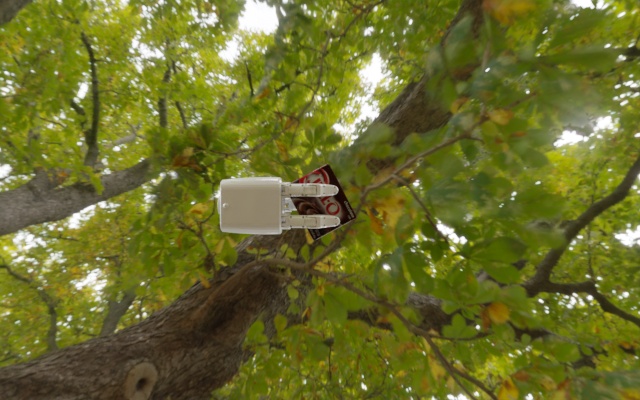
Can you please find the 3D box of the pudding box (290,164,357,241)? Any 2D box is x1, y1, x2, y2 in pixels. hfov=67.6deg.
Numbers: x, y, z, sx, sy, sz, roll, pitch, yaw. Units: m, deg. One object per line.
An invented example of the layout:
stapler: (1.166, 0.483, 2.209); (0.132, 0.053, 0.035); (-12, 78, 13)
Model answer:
pudding box: (0.000, 0.003, 0.864); (0.090, 0.113, 0.039); (-28, 3, -3)
